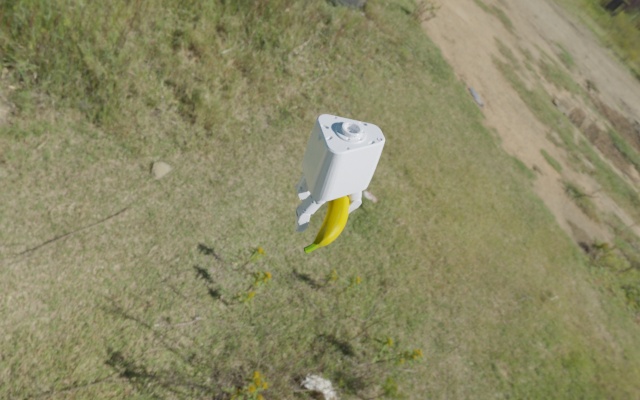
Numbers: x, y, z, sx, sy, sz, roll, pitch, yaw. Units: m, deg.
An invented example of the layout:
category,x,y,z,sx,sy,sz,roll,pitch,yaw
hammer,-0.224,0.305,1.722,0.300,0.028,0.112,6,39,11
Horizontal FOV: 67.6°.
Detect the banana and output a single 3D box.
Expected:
category,x,y,z,sx,sy,sz,roll,pitch,yaw
banana,0.018,0.006,0.848,0.069,0.197,0.037,2,-41,11
